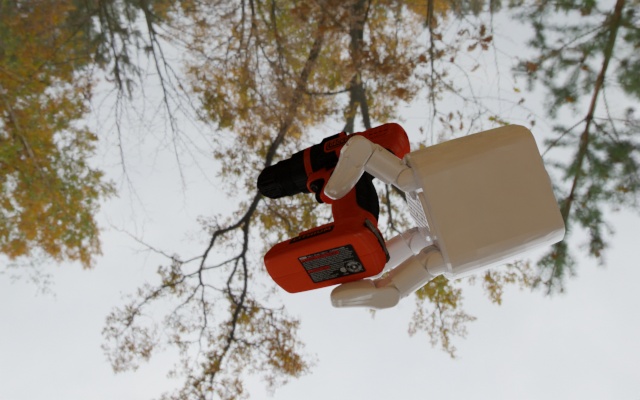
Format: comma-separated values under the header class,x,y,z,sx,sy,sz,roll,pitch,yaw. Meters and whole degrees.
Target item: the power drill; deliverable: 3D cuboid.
class,x,y,z,sx,sy,sz,roll,pitch,yaw
power drill,0.000,0.002,0.481,0.184,0.057,0.187,-18,36,23
